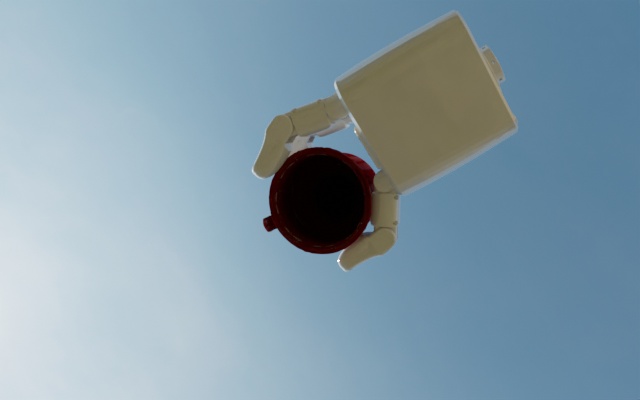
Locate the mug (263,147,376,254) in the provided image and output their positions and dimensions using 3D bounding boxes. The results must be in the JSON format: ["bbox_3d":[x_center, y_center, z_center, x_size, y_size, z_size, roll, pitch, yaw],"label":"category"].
[{"bbox_3d":[-0.001,0.002,0.450,0.117,0.093,0.081,-27,-2,19],"label":"mug"}]
